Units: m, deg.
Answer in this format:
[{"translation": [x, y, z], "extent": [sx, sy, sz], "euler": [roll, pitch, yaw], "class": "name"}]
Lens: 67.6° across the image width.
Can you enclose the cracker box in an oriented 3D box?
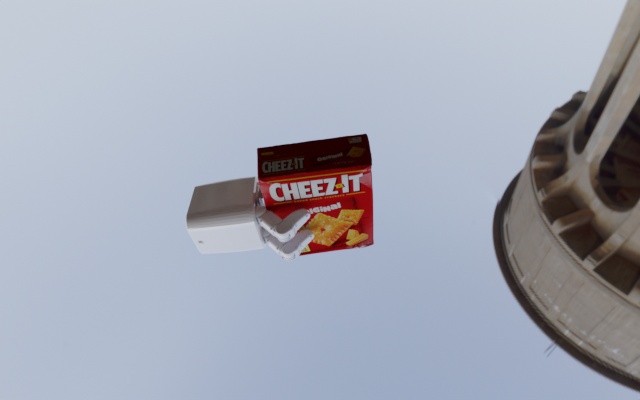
[{"translation": [0.000, 0.002, 0.755], "extent": [0.164, 0.072, 0.214], "euler": [-8, -37, 1], "class": "cracker box"}]
